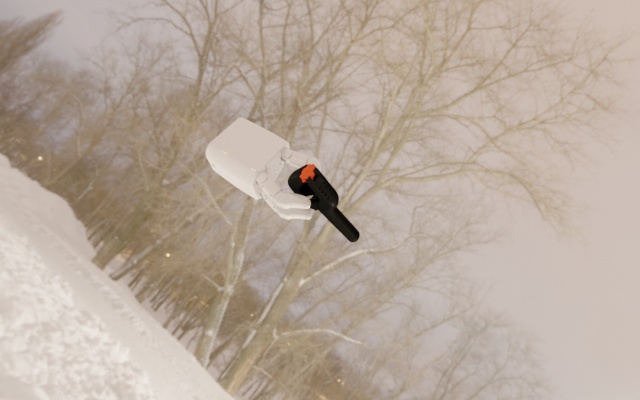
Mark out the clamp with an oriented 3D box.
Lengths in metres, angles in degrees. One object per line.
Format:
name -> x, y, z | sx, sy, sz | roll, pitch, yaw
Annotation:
clamp -> 0.000, 0.002, 0.829 | 0.164, 0.036, 0.210 | 29, -19, 11
